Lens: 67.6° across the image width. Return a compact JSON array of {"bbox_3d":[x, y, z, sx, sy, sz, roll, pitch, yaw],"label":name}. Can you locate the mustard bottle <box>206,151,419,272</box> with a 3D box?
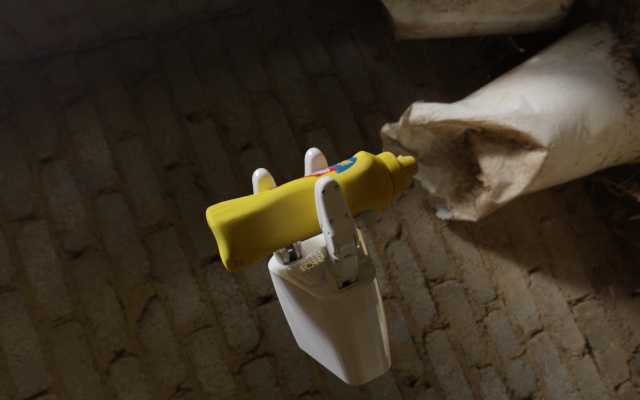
[{"bbox_3d":[0.000,0.001,0.418,0.191,0.058,0.096,-21,0,-14],"label":"mustard bottle"}]
